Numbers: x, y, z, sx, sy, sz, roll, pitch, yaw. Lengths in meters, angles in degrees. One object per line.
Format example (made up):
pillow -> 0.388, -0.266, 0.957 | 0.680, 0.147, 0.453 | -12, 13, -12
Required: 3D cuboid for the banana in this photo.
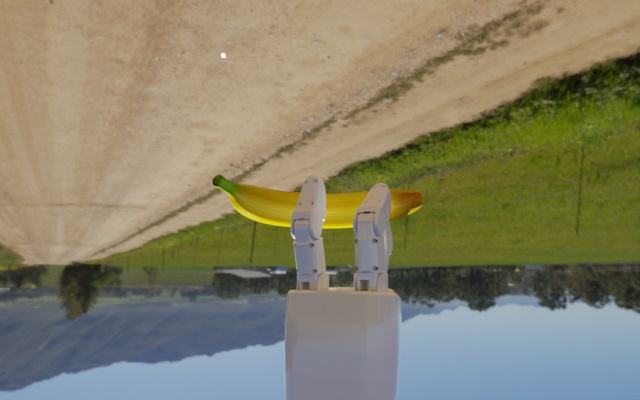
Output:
banana -> -0.002, 0.006, 0.469 | 0.198, 0.037, 0.070 | 3, -15, 4
